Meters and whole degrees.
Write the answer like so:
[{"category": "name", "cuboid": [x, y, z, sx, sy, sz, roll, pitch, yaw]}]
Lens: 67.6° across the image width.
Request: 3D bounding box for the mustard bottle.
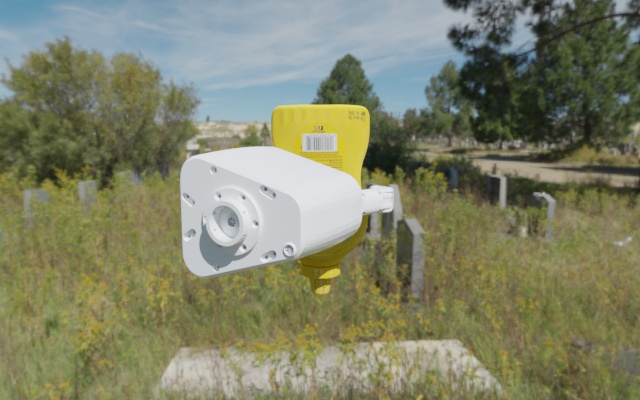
[{"category": "mustard bottle", "cuboid": [0.000, 0.001, 0.484, 0.096, 0.191, 0.058, 0, 8, 2]}]
